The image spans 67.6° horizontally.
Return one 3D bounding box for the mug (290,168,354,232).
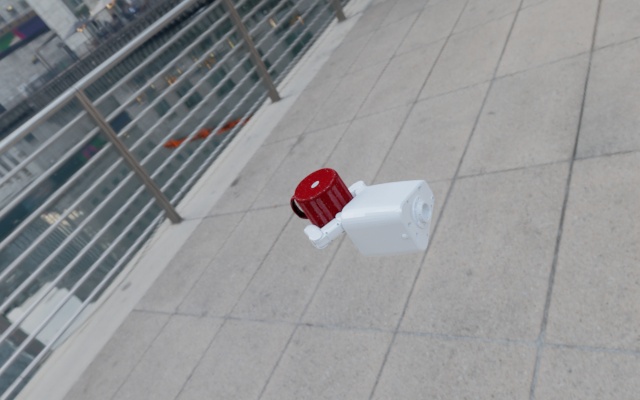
[{"bbox_3d":[-0.001,0.003,0.795,0.117,0.081,0.093,-10,38,36],"label":"mug"}]
